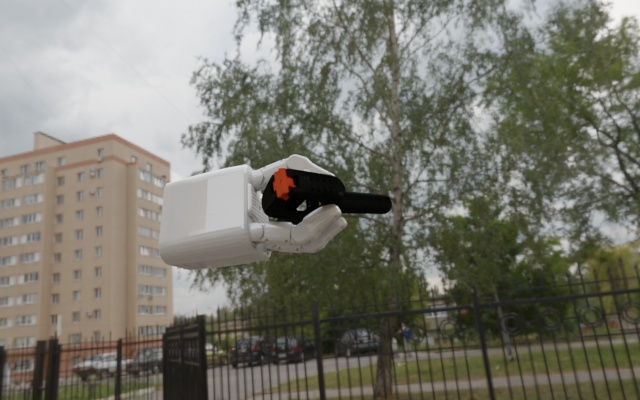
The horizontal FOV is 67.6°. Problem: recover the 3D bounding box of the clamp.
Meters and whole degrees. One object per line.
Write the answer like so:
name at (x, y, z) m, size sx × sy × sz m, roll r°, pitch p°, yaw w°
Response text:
clamp at (0.000, 0.001, 0.560) m, size 0.164 × 0.036 × 0.210 m, roll -13°, pitch -16°, yaw 7°
